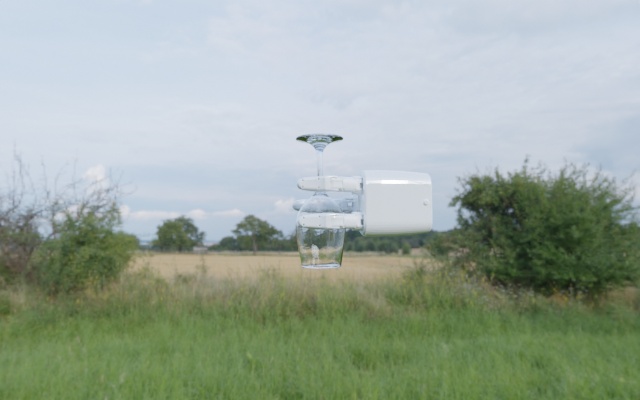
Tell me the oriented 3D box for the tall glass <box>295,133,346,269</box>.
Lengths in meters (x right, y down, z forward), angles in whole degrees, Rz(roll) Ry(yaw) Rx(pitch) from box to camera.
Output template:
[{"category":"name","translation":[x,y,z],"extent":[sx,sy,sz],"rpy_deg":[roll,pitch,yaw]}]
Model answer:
[{"category":"tall glass","translation":[0.000,0.002,0.739],"extent":[0.079,0.201,0.079],"rpy_deg":[0,-3,0]}]
